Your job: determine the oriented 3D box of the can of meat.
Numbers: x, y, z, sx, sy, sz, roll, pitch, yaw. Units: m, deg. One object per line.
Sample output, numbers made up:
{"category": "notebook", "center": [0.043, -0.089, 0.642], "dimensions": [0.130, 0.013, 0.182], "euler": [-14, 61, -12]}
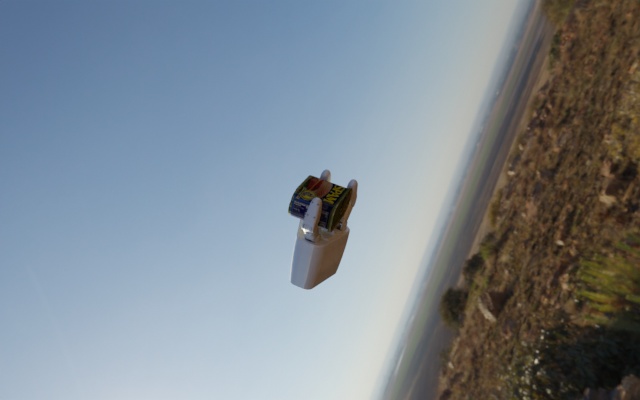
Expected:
{"category": "can of meat", "center": [0.000, 0.003, 0.859], "dimensions": [0.084, 0.057, 0.102], "euler": [20, 32, 14]}
